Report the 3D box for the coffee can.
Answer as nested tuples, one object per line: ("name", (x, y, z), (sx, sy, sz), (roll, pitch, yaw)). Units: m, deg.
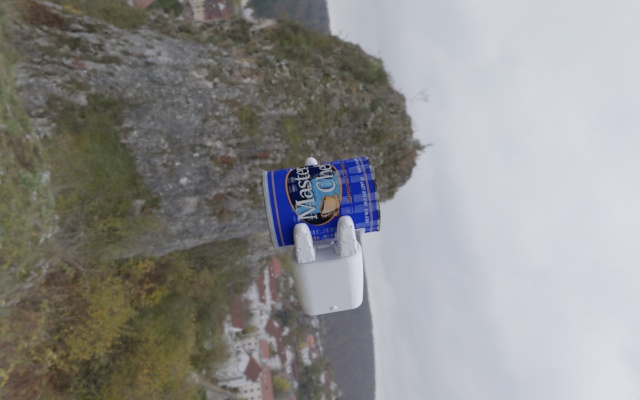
("coffee can", (0.000, 0.002, 0.633), (0.140, 0.103, 0.103), (-9, 0, -2))
